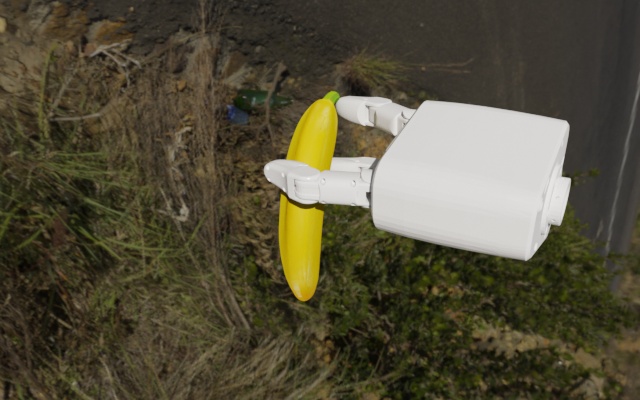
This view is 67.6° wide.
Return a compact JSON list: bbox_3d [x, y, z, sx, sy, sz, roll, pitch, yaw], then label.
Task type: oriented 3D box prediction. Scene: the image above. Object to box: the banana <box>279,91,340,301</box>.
[{"bbox_3d":[-0.008,-0.002,0.419,0.037,0.198,0.069,12,4,28],"label":"banana"}]
